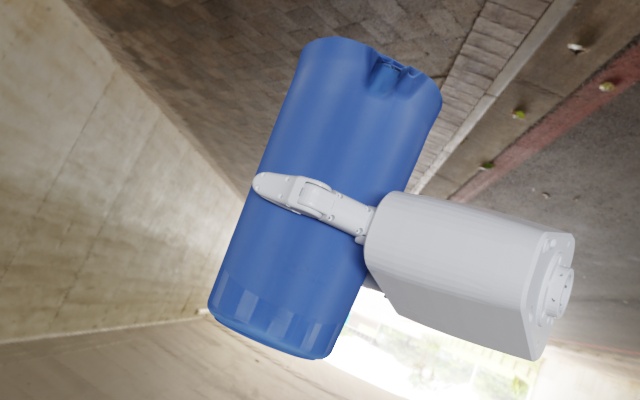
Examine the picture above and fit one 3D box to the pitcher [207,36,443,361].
[{"bbox_3d":[0.000,0.001,0.414,0.145,0.242,0.149,15,-13,37],"label":"pitcher"}]
